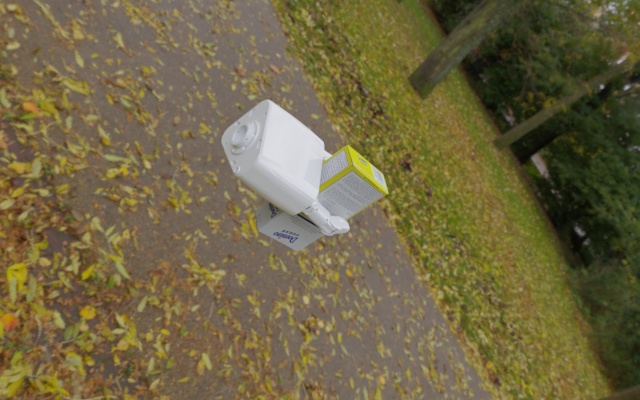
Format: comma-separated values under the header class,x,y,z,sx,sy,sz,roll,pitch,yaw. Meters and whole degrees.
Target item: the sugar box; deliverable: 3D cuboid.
class,x,y,z,sx,sy,sz,roll,pitch,yaw
sugar box,0.000,0.002,0.687,0.176,0.048,0.093,-31,-43,25
